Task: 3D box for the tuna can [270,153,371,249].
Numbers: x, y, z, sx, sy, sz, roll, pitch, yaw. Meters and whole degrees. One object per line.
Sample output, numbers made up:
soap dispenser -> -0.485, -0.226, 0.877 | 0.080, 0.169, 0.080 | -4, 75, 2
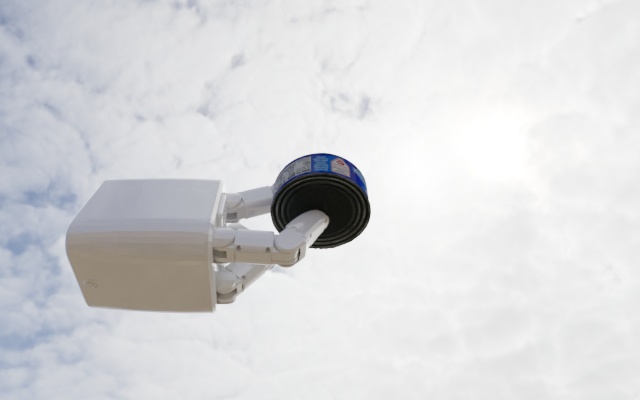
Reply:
tuna can -> 0.000, 0.001, 0.418 | 0.086, 0.086, 0.033 | 0, 40, -1
